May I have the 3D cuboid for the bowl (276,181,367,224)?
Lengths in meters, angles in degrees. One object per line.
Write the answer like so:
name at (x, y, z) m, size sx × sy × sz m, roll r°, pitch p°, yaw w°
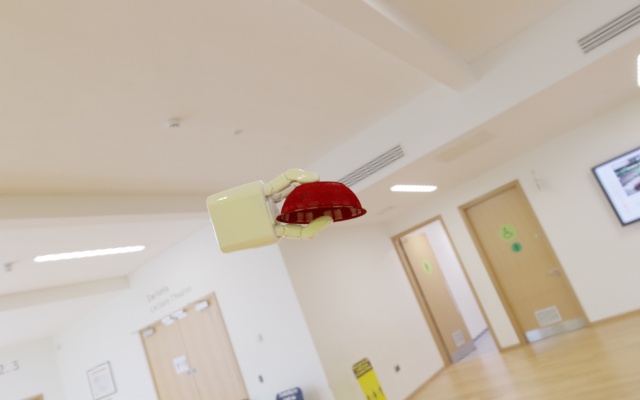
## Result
bowl at (0.001, 0.002, 0.851) m, size 0.162 × 0.055 × 0.162 m, roll -4°, pitch -12°, yaw -1°
